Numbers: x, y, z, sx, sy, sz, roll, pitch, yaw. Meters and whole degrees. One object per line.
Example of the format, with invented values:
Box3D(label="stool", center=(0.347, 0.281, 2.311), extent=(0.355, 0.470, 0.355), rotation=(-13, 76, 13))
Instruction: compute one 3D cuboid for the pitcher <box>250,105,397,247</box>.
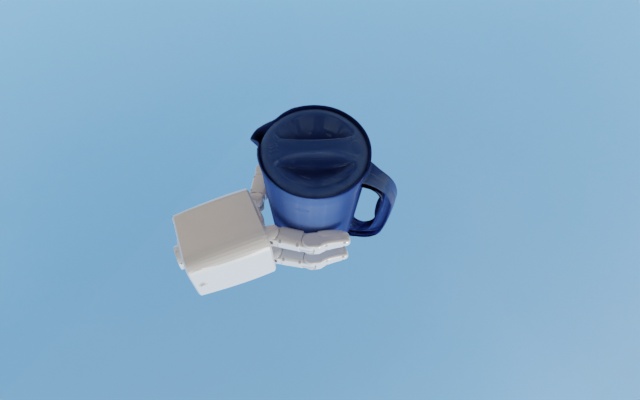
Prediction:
Box3D(label="pitcher", center=(0.000, 0.002, 0.645), extent=(0.145, 0.149, 0.243), rotation=(-19, -28, -11))
